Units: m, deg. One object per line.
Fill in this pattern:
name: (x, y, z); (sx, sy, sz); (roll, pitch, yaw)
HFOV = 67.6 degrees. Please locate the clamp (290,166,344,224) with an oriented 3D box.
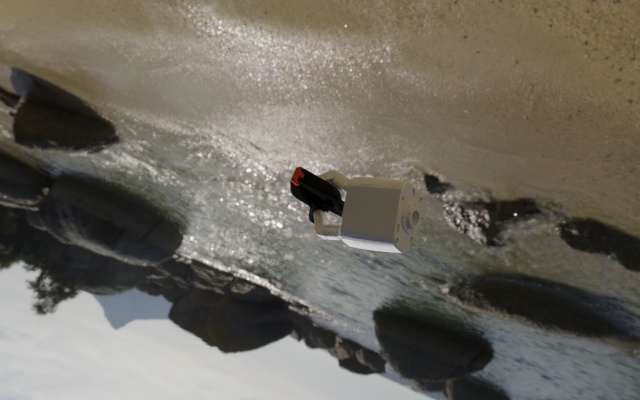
clamp: (0.000, 0.003, 0.877); (0.164, 0.036, 0.210); (2, -26, 40)
